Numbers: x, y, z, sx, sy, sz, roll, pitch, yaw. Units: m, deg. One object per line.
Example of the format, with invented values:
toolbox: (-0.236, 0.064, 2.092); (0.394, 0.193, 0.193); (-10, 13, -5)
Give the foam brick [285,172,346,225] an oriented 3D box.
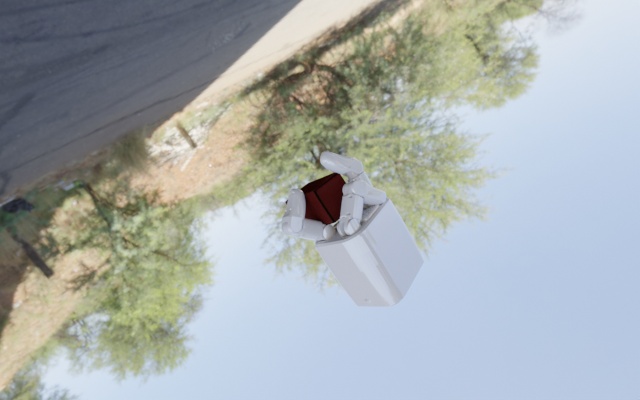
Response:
foam brick: (0.000, 0.002, 0.647); (0.053, 0.051, 0.078); (-40, 12, -32)
